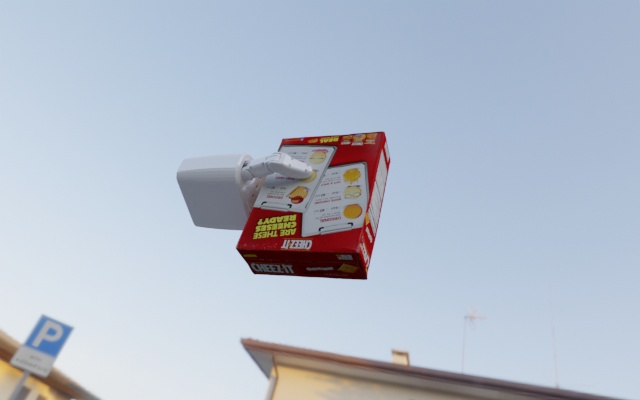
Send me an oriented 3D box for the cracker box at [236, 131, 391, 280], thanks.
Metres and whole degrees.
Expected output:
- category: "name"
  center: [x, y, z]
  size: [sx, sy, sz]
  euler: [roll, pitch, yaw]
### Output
- category: "cracker box"
  center: [0.000, 0.002, 0.662]
  size: [0.164, 0.213, 0.072]
  euler: [-1, -41, 21]
